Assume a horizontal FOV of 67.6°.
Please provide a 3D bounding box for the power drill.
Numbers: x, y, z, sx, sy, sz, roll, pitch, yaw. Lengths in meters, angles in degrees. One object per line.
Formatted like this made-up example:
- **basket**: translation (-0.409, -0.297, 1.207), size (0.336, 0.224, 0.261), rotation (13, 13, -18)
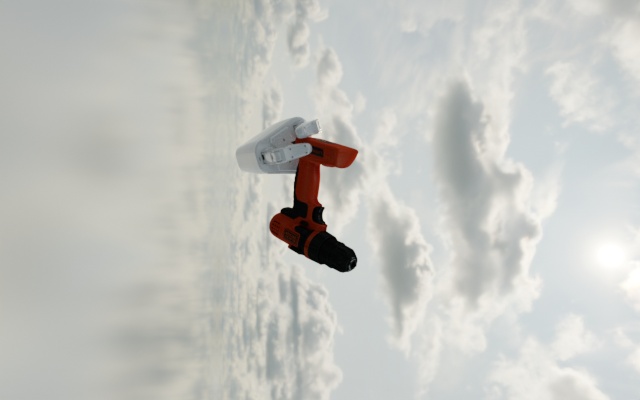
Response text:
- **power drill**: translation (0.000, 0.002, 0.749), size (0.184, 0.188, 0.057), rotation (24, 15, 39)
